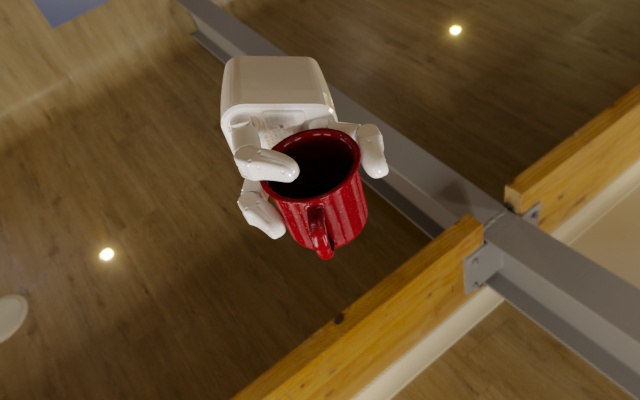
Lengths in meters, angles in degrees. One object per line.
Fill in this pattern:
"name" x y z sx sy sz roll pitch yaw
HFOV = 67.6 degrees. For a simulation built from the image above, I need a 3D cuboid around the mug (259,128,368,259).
"mug" 0.000 0.003 0.440 0.093 0.117 0.082 -14 -43 6
